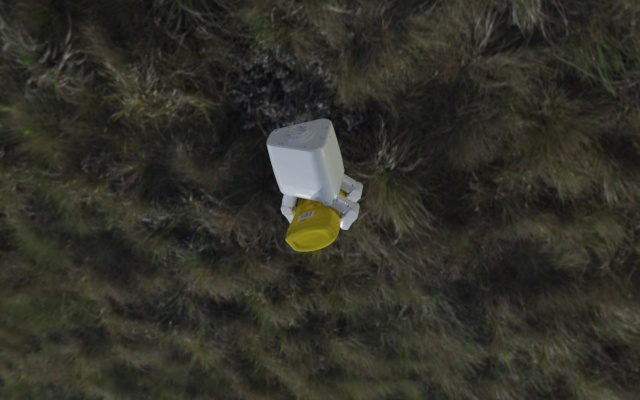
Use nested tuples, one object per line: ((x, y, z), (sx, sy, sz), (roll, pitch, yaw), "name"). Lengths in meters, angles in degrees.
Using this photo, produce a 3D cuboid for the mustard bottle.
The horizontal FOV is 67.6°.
((0.000, 0.003, 0.880), (0.096, 0.191, 0.058), (-22, -56, 31), "mustard bottle")
